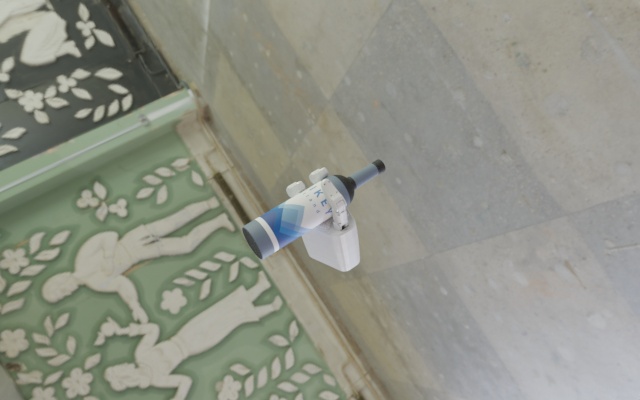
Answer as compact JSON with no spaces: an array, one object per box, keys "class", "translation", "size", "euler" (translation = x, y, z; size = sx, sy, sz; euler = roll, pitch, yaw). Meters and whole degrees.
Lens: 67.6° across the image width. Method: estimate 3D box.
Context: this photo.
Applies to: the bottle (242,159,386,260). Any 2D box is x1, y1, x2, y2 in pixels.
[{"class":"bottle","translation":[0.000,0.003,0.872],"size":[0.295,0.069,0.069],"euler":[-31,12,-21]}]
